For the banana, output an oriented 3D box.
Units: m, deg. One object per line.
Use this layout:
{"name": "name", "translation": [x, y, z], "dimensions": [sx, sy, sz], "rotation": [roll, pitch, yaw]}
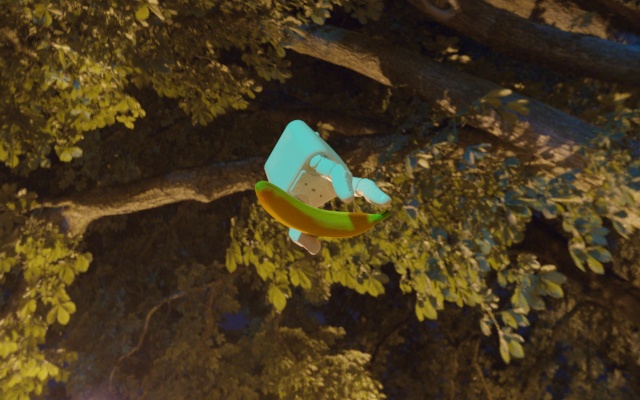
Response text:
{"name": "banana", "translation": [-0.005, 0.017, 0.634], "dimensions": [0.198, 0.070, 0.037], "rotation": [11, 32, -29]}
